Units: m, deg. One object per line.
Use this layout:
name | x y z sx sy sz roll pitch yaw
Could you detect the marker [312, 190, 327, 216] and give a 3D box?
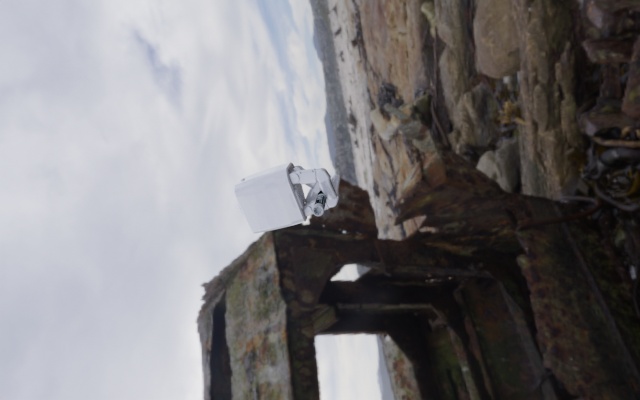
marker | 0.000 0.003 0.830 0.020 0.020 0.121 0 14 4
